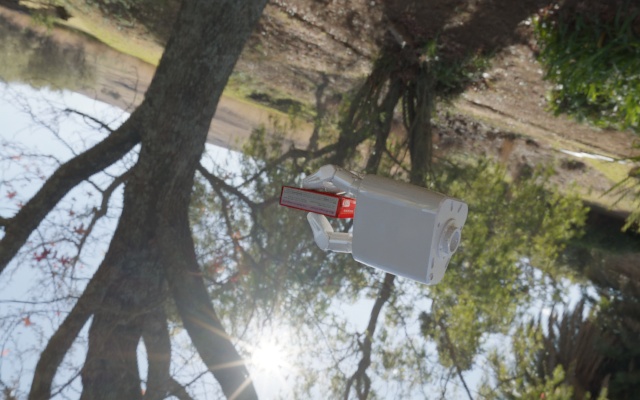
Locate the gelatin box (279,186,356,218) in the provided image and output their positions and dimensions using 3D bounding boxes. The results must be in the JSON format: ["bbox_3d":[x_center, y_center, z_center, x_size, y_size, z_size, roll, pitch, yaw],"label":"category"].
[{"bbox_3d":[0.000,0.003,0.650,0.089,0.030,0.073,11,2,23],"label":"gelatin box"}]
